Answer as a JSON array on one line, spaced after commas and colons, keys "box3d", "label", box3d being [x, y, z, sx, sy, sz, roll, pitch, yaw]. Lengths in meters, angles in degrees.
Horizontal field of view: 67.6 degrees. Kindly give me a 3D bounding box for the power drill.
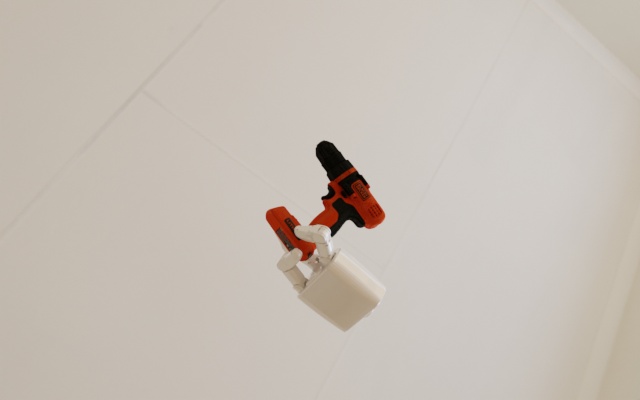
[{"box3d": [0.000, 0.003, 0.835, 0.187, 0.184, 0.057, -33, -7, -23], "label": "power drill"}]
